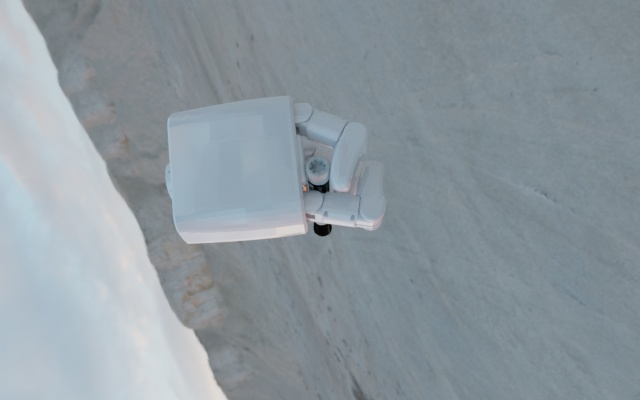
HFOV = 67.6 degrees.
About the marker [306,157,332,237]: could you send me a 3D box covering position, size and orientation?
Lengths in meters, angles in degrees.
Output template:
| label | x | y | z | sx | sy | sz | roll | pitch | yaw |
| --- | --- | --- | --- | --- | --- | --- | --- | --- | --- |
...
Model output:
| label | x | y | z | sx | sy | sz | roll | pitch | yaw |
| --- | --- | --- | --- | --- | --- | --- | --- | --- | --- |
| marker | 0.000 | 0.001 | 0.431 | 0.020 | 0.020 | 0.121 | 0 | -28 | 3 |
